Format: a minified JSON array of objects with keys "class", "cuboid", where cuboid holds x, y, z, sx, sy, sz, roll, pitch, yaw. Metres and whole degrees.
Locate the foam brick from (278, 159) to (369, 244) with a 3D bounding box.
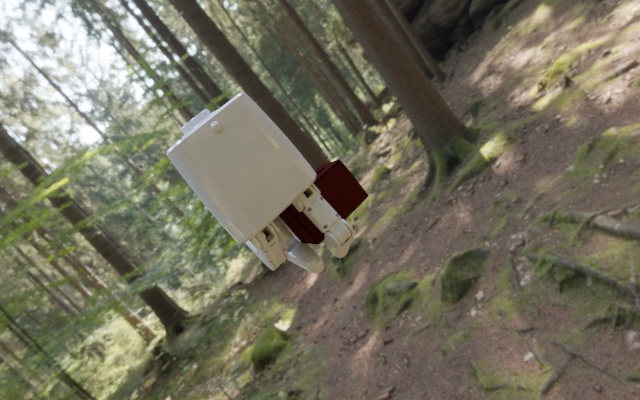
[{"class":"foam brick","cuboid":[0.000,0.002,0.500,0.078,0.051,0.053,-43,12,-18]}]
